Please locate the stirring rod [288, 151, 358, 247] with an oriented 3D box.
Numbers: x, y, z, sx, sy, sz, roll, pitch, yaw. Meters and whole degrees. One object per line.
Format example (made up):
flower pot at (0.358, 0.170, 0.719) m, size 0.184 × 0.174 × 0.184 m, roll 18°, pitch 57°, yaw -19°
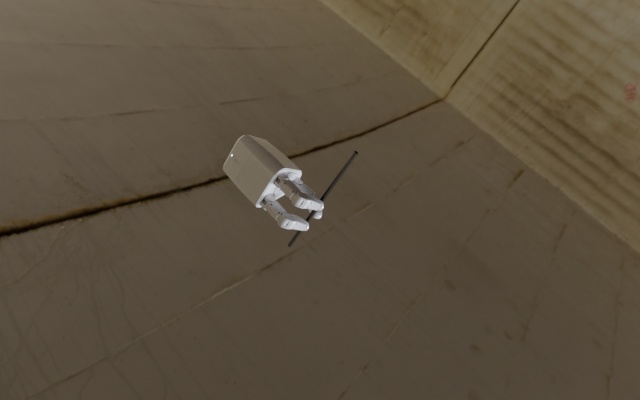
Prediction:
stirring rod at (0.000, 0.003, 0.876) m, size 0.011 × 0.240 × 0.011 m, roll 26°, pitch 31°, yaw -17°
